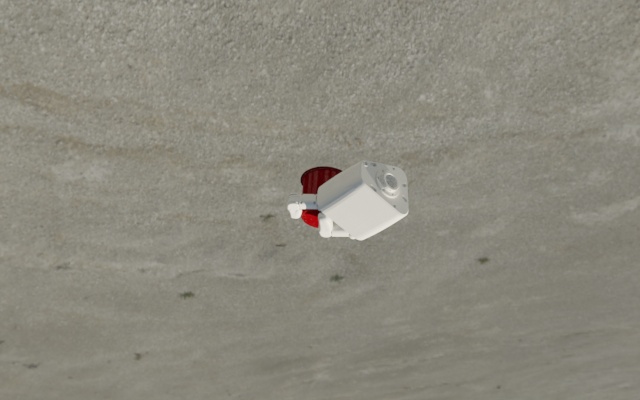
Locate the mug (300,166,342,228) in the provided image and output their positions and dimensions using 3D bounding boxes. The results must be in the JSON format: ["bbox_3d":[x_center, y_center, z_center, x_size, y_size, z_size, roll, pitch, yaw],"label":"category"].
[{"bbox_3d":[-0.001,0.004,0.868,0.093,0.081,0.117,23,-37,-28],"label":"mug"}]
